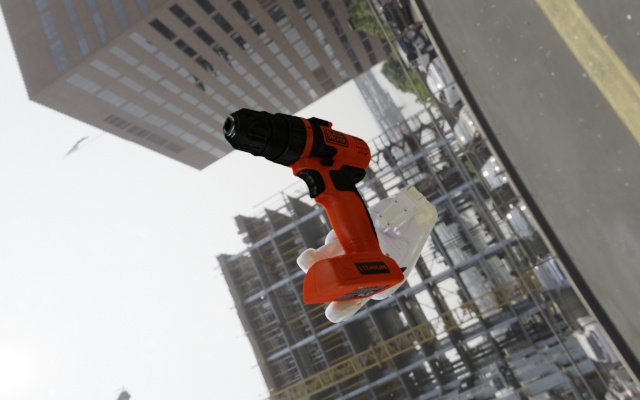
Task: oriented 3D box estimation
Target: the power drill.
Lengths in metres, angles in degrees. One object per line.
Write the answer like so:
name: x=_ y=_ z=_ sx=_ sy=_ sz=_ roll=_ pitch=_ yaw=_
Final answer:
power drill: x=0.000 y=0.002 z=0.463 sx=0.184 sy=0.187 sz=0.057 roll=6 pitch=-30 yaw=-43
